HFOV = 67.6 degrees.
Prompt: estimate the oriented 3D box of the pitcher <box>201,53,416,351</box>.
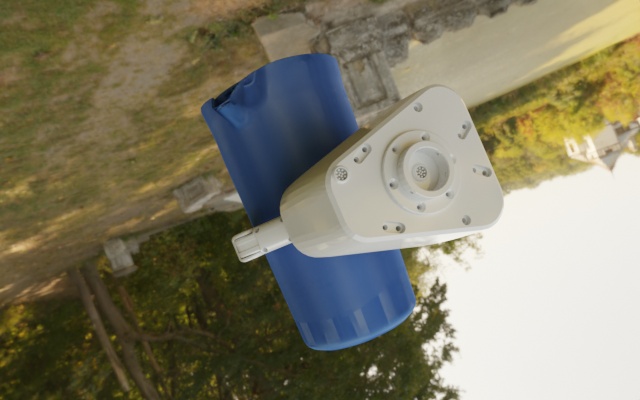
[{"bbox_3d":[0.000,0.001,0.446,0.149,0.243,0.145,-20,-2,-18],"label":"pitcher"}]
